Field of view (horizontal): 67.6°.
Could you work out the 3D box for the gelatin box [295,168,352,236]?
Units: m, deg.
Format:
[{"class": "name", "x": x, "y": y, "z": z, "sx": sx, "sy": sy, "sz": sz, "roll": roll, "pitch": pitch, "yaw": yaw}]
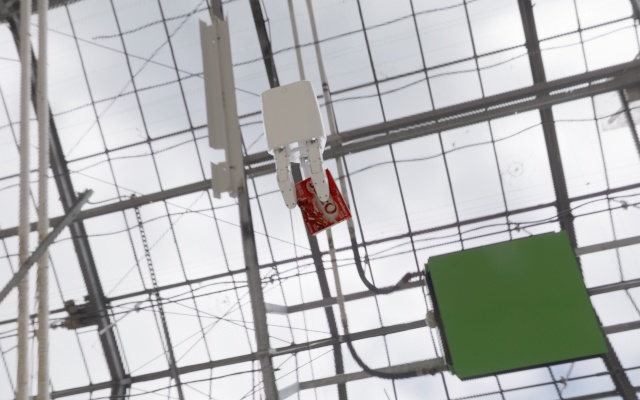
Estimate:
[{"class": "gelatin box", "x": 0.000, "y": 0.003, "z": 0.778, "sx": 0.073, "sy": 0.089, "sz": 0.030, "roll": -26, "pitch": -11, "yaw": 5}]
